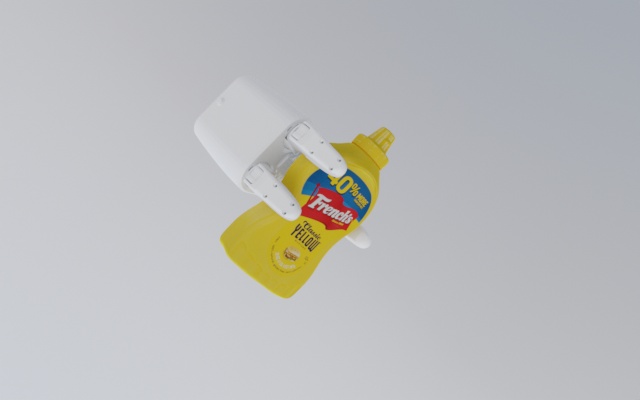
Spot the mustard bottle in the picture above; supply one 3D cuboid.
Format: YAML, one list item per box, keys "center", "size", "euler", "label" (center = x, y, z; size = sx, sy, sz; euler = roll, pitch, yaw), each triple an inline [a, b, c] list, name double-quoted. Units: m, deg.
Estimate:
- center: [0.000, 0.002, 0.467]
  size: [0.096, 0.191, 0.058]
  euler: [45, -1, -33]
  label: "mustard bottle"
